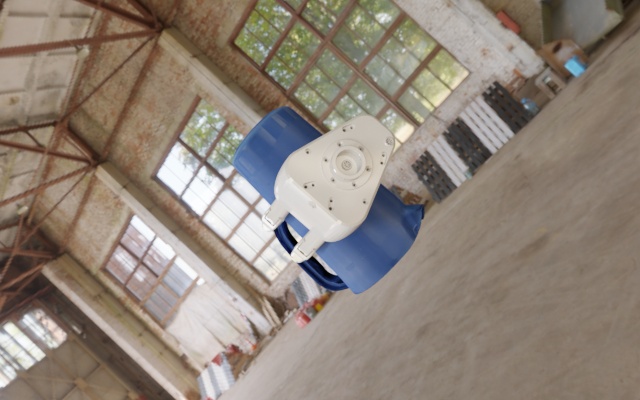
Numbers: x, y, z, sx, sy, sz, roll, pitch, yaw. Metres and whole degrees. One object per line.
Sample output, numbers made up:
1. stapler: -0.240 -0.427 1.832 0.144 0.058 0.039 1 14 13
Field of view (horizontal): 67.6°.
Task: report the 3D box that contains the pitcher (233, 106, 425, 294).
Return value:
1. pitcher: 0.000 0.002 0.628 0.243 0.149 0.145 43 -14 0
